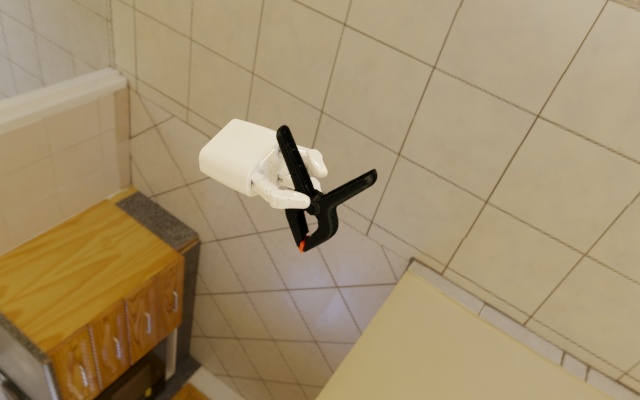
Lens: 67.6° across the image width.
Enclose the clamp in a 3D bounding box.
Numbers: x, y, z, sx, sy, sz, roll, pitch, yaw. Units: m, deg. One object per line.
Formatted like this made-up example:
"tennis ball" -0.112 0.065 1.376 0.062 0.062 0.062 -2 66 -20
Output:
"clamp" -0.001 0.003 0.727 0.164 0.210 0.036 23 40 23
